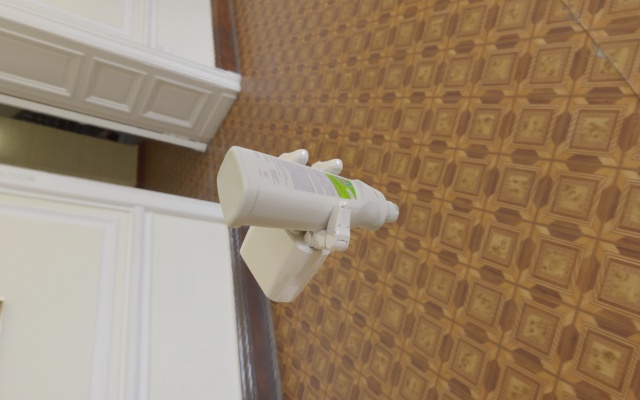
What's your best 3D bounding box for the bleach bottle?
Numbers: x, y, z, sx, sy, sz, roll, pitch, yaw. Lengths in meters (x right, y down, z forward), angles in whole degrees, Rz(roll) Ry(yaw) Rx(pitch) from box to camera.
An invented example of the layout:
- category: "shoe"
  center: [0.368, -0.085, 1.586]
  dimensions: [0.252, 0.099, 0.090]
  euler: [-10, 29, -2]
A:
- category: "bleach bottle"
  center: [0.000, 0.002, 0.611]
  dimensions: [0.251, 0.068, 0.102]
  euler: [12, 35, -31]
